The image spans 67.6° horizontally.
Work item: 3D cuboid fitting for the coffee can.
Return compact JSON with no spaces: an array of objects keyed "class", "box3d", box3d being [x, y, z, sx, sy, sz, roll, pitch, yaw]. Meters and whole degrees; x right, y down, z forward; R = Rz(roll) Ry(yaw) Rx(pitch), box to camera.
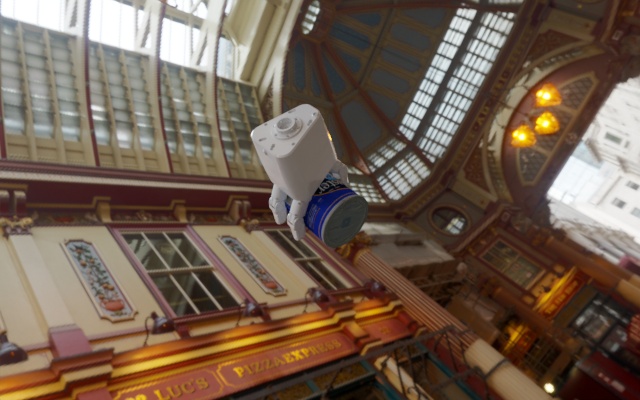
[{"class":"coffee can","box3d":[0.000,0.003,0.845,0.103,0.103,0.140,0,30,-47]}]
